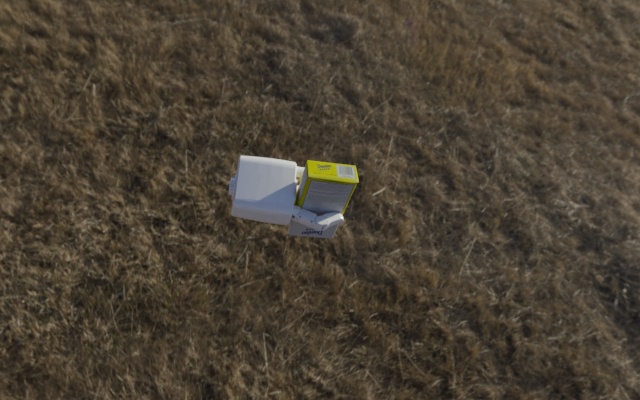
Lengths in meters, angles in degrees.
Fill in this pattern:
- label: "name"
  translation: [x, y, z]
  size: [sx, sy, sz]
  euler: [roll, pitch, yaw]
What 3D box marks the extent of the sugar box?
- label: "sugar box"
  translation: [0.000, 0.002, 0.890]
  size: [0.093, 0.048, 0.176]
  euler: [6, -38, -14]
